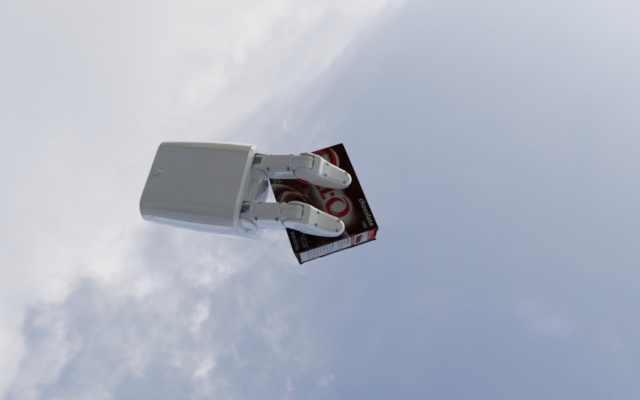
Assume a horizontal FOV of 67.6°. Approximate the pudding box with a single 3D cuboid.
[{"bbox_3d":[0.000,0.002,0.509,0.090,0.113,0.039,-18,-25,-5],"label":"pudding box"}]
